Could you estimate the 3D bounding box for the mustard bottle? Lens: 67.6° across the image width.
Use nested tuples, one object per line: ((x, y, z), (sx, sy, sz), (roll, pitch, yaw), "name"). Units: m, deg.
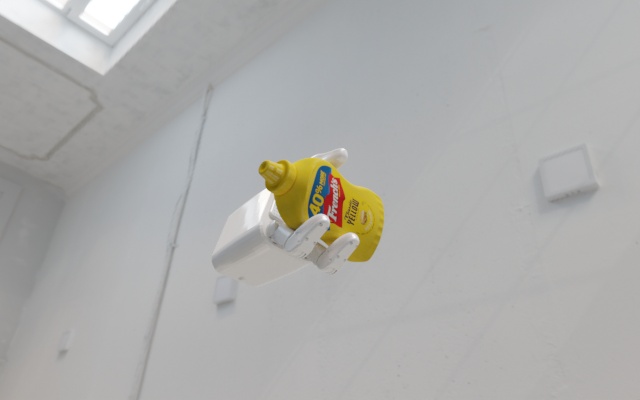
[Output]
((0.001, 0.002, 0.587), (0.058, 0.096, 0.192), (-5, -28, 46), "mustard bottle")
